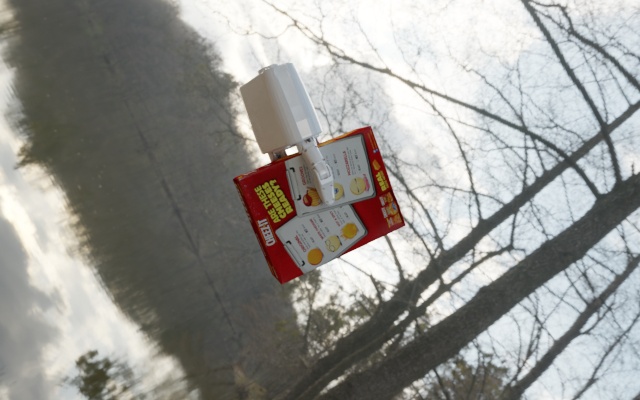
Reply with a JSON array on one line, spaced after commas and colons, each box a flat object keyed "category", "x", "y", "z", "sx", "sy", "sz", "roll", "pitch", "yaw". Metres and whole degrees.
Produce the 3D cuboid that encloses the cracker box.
[{"category": "cracker box", "x": 0.000, "y": 0.002, "z": 0.715, "sx": 0.213, "sy": 0.164, "sz": 0.072, "roll": -24, "pitch": 10, "yaw": -15}]
